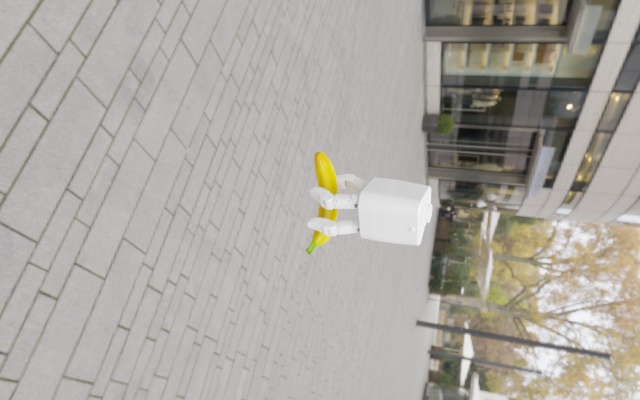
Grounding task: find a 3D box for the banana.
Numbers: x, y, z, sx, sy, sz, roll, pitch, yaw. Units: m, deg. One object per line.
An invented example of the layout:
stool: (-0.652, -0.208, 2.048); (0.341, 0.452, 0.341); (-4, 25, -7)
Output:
banana: (0.008, 0.002, 0.904); (0.037, 0.198, 0.069); (11, 17, 25)
